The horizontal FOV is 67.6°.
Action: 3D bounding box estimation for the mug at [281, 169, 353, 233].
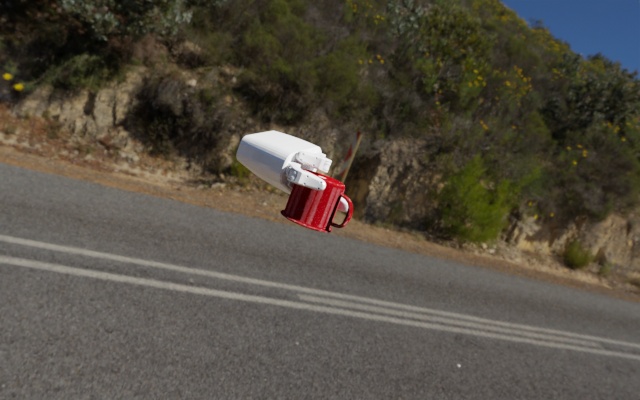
[{"bbox_3d":[0.001,0.003,0.791,0.117,0.081,0.093,25,10,25],"label":"mug"}]
